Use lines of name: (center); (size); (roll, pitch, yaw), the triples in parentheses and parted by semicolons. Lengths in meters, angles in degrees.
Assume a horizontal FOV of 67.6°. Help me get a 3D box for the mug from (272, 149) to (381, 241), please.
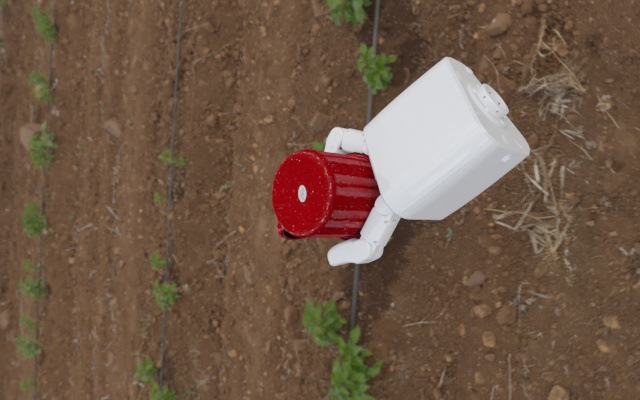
mug: (-0.001, 0.002, 0.470); (0.081, 0.093, 0.117); (3, -37, -47)
